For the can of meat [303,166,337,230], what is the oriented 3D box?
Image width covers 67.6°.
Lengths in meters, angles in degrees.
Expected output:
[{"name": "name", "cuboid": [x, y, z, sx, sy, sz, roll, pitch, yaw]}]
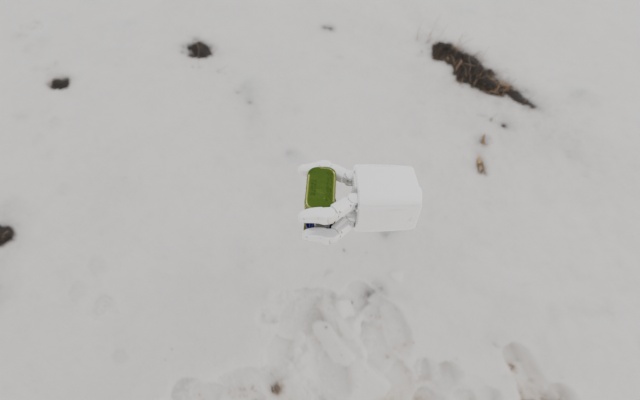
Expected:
[{"name": "can of meat", "cuboid": [0.000, 0.002, 0.840, 0.057, 0.102, 0.084, 3, -36, 1]}]
